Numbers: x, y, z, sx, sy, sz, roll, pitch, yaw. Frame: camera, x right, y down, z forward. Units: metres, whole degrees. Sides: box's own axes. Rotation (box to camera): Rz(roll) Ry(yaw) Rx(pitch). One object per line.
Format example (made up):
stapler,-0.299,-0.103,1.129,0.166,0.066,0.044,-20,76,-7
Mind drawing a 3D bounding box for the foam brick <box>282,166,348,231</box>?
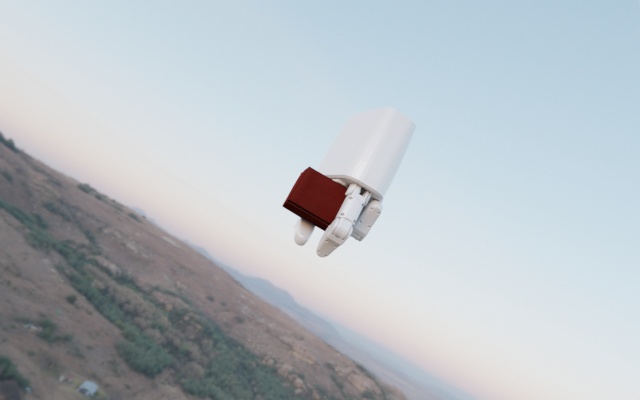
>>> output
foam brick,0.000,0.002,0.589,0.078,0.051,0.053,30,-12,-9
